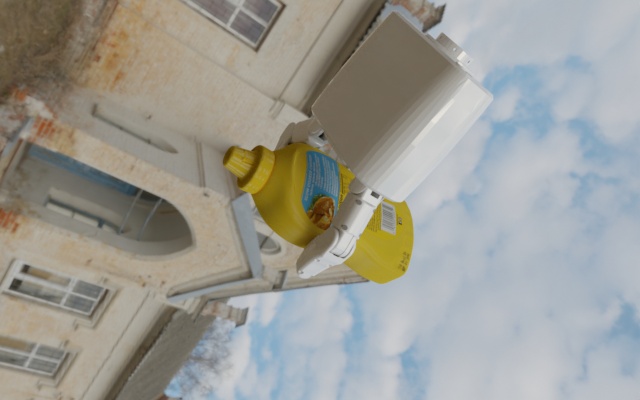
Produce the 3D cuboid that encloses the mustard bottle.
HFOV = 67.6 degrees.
[{"bbox_3d":[0.000,0.002,0.432,0.192,0.096,0.058,27,-40,-29],"label":"mustard bottle"}]
